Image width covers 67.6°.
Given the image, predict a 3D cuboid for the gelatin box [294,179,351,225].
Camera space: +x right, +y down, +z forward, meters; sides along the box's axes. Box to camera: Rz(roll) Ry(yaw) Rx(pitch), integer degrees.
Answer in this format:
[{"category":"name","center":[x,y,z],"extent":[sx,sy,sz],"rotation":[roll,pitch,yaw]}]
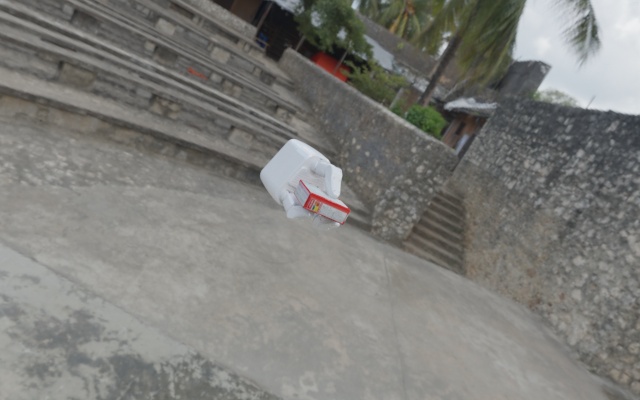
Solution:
[{"category":"gelatin box","center":[0.000,0.002,0.775],"extent":[0.073,0.030,0.089],"rotation":[24,8,-19]}]
